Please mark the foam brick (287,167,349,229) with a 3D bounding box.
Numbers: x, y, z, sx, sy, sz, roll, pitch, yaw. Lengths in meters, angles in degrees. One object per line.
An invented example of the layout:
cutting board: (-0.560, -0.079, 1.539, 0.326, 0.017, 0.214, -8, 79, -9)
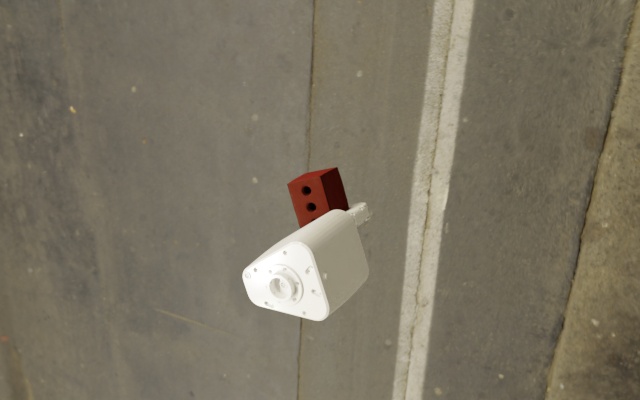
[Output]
foam brick: (0.000, 0.002, 0.622, 0.053, 0.078, 0.051, -11, 10, 32)
